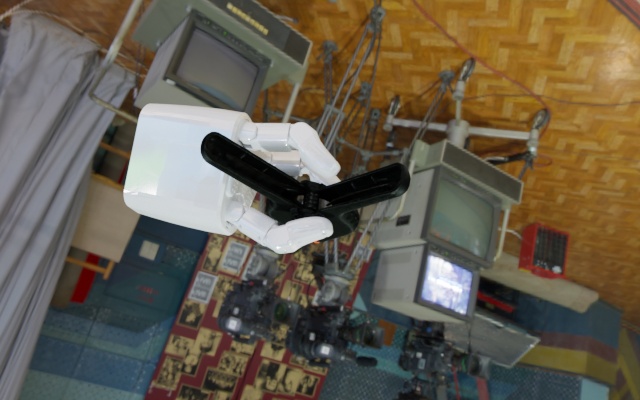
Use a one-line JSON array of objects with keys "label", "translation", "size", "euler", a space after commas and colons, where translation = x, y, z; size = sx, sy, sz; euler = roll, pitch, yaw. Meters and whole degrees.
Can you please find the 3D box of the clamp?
[{"label": "clamp", "translation": [0.000, 0.002, 0.446], "size": [0.164, 0.036, 0.210], "euler": [9, -19, 13]}]
